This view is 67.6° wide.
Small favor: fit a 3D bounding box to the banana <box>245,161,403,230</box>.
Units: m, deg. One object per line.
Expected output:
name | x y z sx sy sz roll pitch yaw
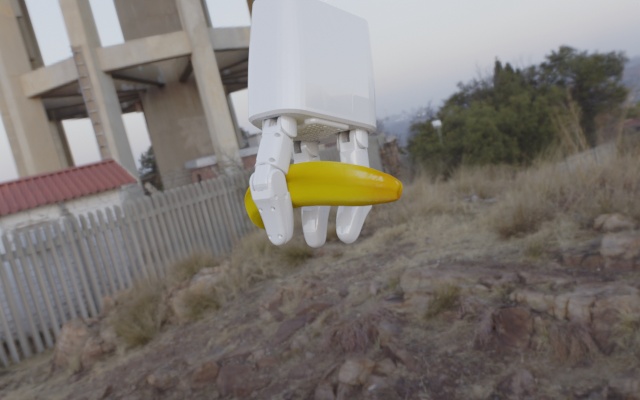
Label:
banana | -0.017 -0.005 0.410 0.070 0.037 0.198 23 -23 -27
